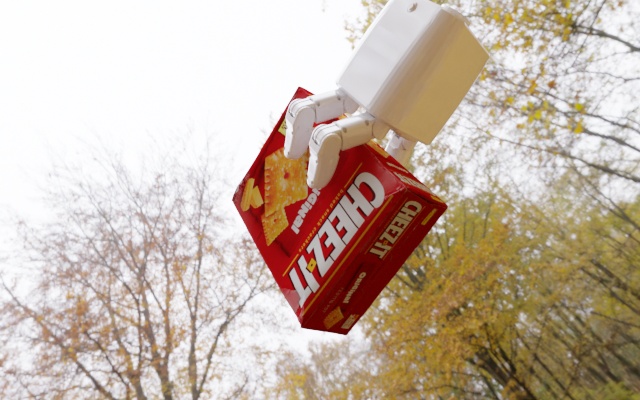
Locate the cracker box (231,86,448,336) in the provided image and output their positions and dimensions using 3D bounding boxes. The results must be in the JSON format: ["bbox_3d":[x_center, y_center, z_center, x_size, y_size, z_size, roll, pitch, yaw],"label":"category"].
[{"bbox_3d":[0.000,0.002,0.496,0.072,0.164,0.213,19,22,-40],"label":"cracker box"}]
